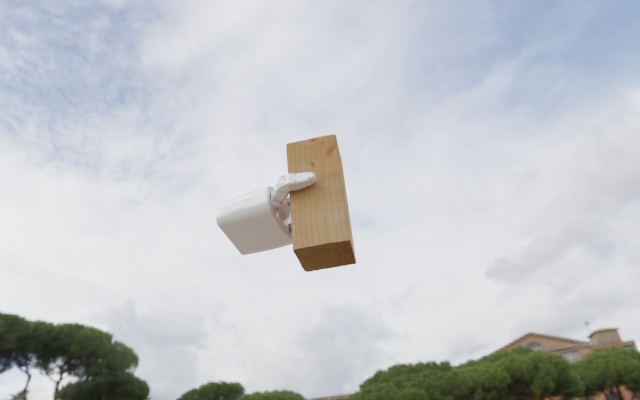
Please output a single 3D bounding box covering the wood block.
[{"bbox_3d":[0.000,0.002,0.802,0.090,0.206,0.091,-10,-32,6],"label":"wood block"}]
